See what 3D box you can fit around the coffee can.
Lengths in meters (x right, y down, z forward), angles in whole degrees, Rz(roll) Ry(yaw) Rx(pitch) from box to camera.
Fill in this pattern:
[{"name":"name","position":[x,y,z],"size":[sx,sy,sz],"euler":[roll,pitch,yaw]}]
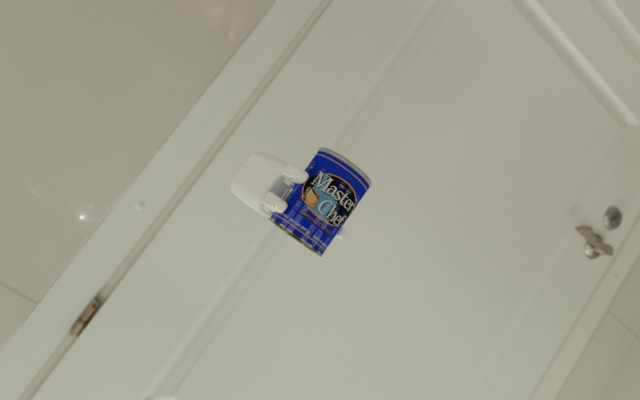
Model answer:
[{"name":"coffee can","position":[0.000,0.002,0.753],"size":[0.103,0.140,0.103],"euler":[35,-8,5]}]
